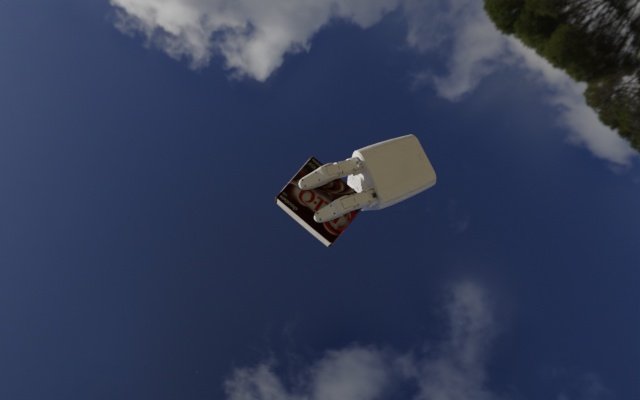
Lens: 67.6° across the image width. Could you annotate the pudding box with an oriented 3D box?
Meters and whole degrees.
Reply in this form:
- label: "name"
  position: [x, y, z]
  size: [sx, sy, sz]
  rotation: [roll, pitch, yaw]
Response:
- label: "pudding box"
  position: [0.000, 0.002, 0.736]
  size: [0.113, 0.090, 0.039]
  rotation: [39, -19, 4]
